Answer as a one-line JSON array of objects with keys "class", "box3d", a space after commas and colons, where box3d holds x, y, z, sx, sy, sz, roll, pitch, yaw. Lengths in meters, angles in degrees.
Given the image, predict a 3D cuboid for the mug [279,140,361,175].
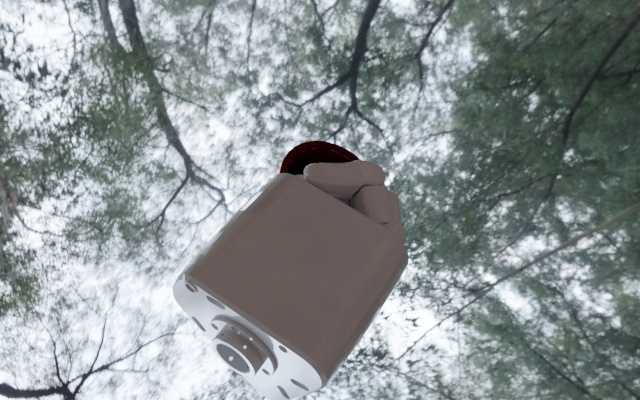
[{"class": "mug", "box3d": [0.001, 0.001, 0.431, 0.117, 0.093, 0.081, -46, -2, -40]}]
